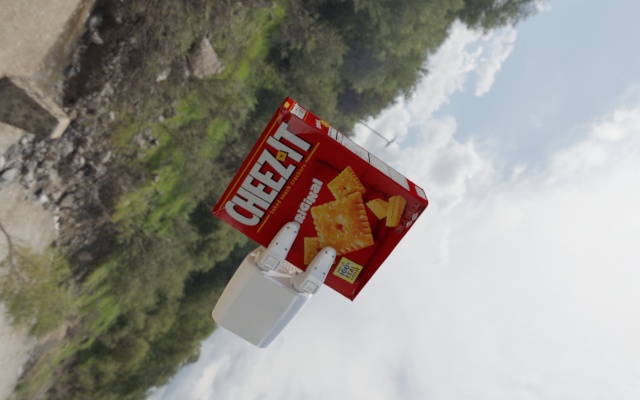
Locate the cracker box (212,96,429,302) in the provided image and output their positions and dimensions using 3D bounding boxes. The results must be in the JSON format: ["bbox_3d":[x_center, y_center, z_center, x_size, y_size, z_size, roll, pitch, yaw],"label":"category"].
[{"bbox_3d":[0.000,0.002,0.596,0.214,0.164,0.072,33,18,-9],"label":"cracker box"}]
